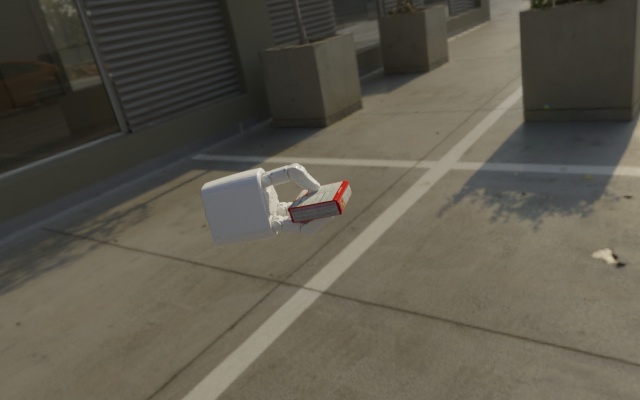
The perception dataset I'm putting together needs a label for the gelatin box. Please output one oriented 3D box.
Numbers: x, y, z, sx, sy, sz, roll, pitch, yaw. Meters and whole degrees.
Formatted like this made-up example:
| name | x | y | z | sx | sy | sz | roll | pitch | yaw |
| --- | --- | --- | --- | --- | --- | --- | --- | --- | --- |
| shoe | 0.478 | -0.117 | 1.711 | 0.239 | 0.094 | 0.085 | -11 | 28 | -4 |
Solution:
| name | x | y | z | sx | sy | sz | roll | pitch | yaw |
| --- | --- | --- | --- | --- | --- | --- | --- | --- | --- |
| gelatin box | 0.000 | 0.002 | 0.779 | 0.089 | 0.030 | 0.073 | -12 | 22 | 24 |
